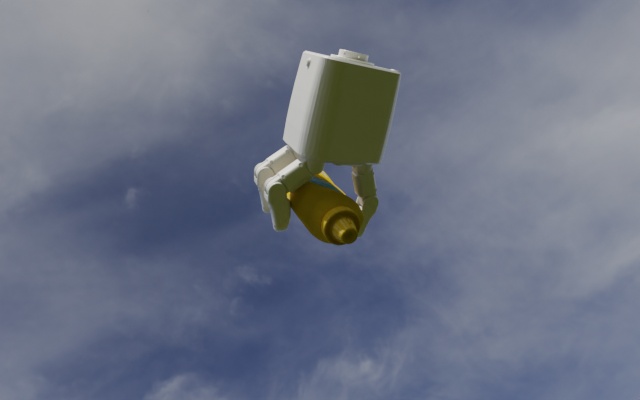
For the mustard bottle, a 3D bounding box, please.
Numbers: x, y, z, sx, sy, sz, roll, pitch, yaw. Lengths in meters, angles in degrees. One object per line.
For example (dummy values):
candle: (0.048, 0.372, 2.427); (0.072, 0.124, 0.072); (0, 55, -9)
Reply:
mustard bottle: (0.000, 0.002, 0.562); (0.096, 0.058, 0.191); (32, 7, -27)
